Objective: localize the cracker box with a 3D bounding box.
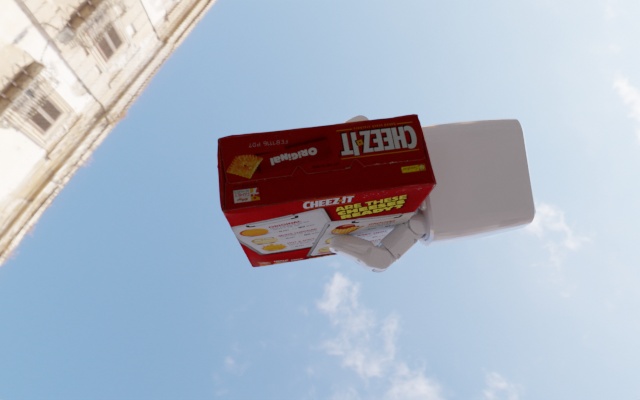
[{"bbox_3d":[0.000,0.002,0.462,0.164,0.072,0.214,-8,-18,-5],"label":"cracker box"}]
